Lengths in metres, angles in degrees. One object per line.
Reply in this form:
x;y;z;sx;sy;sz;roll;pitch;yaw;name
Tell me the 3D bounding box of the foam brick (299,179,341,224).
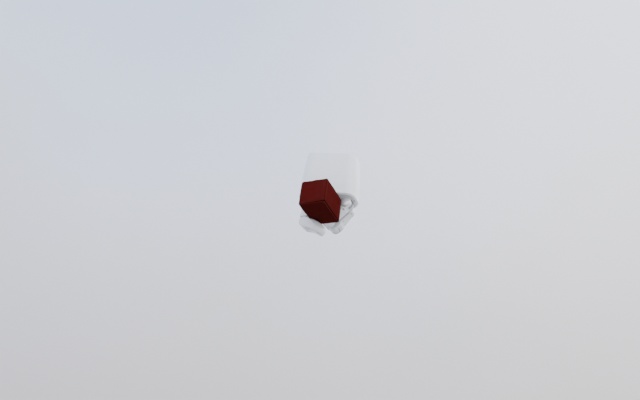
0.000;0.003;0.894;0.053;0.051;0.078;-7;-35;22;foam brick
